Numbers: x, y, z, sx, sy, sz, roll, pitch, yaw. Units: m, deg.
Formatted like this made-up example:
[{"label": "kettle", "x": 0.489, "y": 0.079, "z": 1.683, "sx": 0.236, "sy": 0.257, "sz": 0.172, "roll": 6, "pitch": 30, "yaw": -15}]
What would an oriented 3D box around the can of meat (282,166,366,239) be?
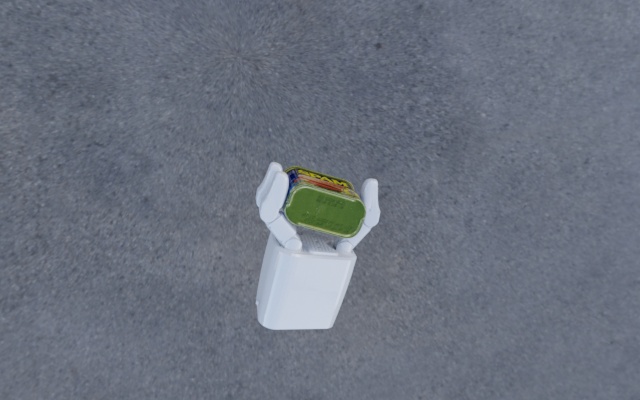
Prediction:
[{"label": "can of meat", "x": 0.000, "y": 0.002, "z": 0.594, "sx": 0.102, "sy": 0.057, "sz": 0.084, "roll": 16, "pitch": 14, "yaw": -14}]
